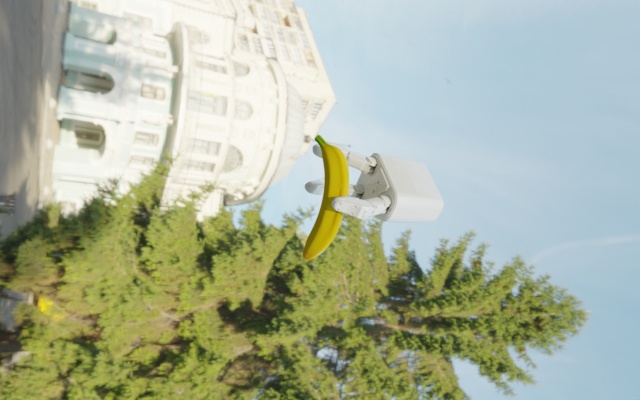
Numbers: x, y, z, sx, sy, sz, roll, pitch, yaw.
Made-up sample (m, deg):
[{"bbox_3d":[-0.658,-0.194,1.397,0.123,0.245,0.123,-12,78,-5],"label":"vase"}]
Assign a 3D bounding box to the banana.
[{"bbox_3d":[0.011,0.003,0.729,0.037,0.198,0.069,2,10,-35],"label":"banana"}]
